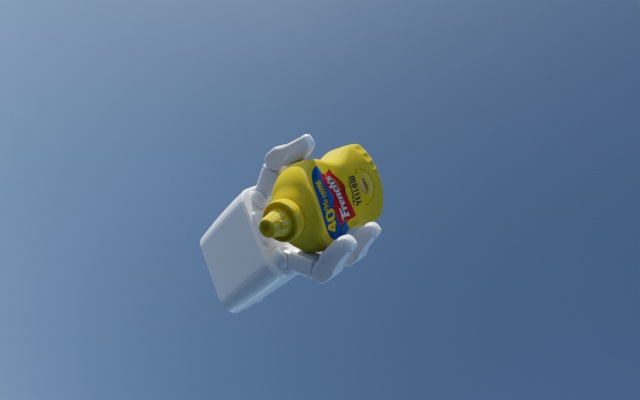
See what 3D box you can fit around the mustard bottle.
[{"bbox_3d":[0.000,0.001,0.507,0.058,0.096,0.191,-11,8,35],"label":"mustard bottle"}]
